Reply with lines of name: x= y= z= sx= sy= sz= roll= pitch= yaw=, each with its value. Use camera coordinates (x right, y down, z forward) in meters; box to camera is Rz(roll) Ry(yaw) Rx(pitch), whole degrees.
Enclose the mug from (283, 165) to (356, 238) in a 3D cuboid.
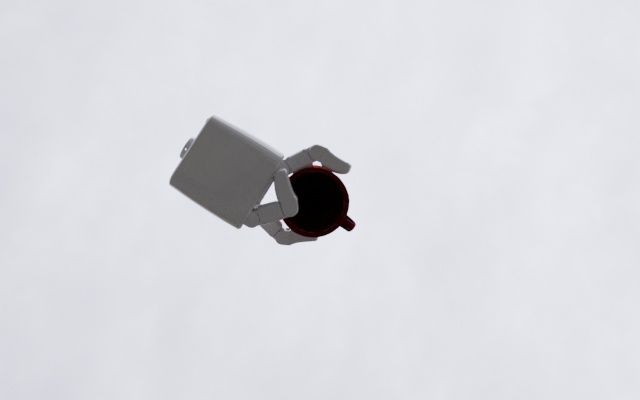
mug: x=0.001 y=0.003 z=0.657 sx=0.117 sy=0.093 sz=0.081 roll=34 pitch=9 yaw=-8
